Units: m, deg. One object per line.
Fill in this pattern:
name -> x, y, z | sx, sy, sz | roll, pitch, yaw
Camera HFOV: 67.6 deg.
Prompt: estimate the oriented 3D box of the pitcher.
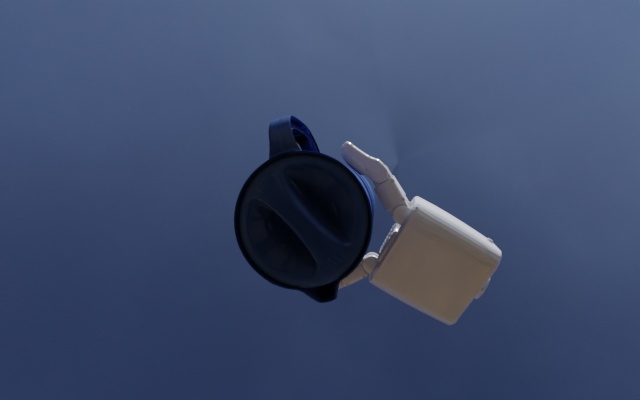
pitcher -> 0.000, 0.002, 0.557 | 0.145, 0.149, 0.243 | 29, 8, 7
